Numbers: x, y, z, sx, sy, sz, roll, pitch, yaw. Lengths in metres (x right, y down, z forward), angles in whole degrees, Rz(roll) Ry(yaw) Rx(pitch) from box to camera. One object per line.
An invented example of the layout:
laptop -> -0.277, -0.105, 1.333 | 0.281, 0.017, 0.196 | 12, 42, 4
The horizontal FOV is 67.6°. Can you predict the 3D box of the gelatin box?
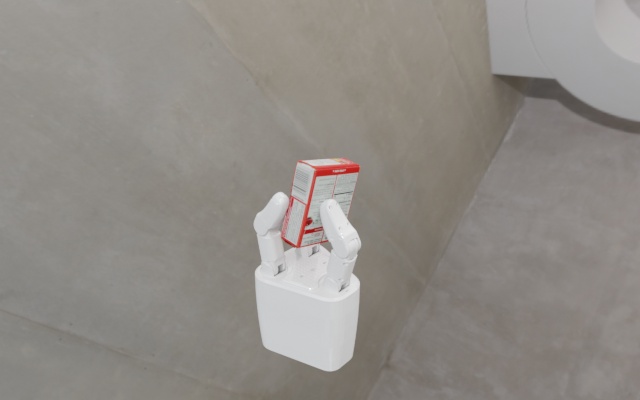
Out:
gelatin box -> 0.000, 0.001, 0.502 | 0.030, 0.089, 0.073 | 28, 24, 36
